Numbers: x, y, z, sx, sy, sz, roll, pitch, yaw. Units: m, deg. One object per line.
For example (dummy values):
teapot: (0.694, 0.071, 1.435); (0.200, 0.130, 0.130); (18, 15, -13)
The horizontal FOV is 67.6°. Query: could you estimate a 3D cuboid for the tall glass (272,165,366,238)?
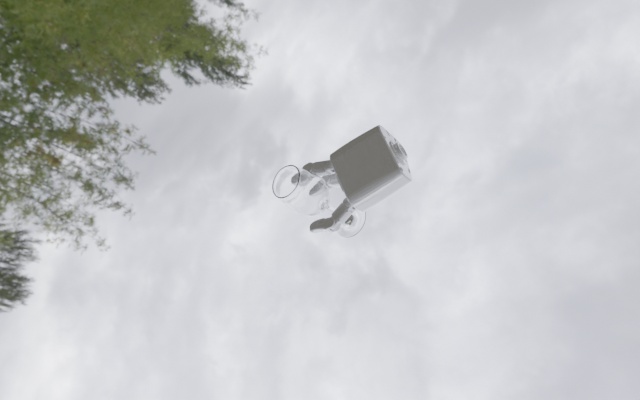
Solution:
tall glass: (0.000, 0.003, 0.880); (0.079, 0.079, 0.201); (0, -21, 40)
